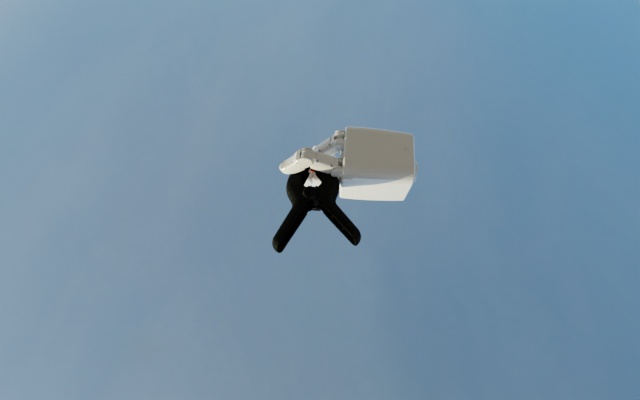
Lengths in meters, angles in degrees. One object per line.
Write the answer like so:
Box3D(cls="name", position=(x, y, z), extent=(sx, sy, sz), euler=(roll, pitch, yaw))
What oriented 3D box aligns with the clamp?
Box3D(cls="clamp", position=(0.000, 0.002, 0.691), extent=(0.120, 0.171, 0.039), euler=(5, -34, 1))
